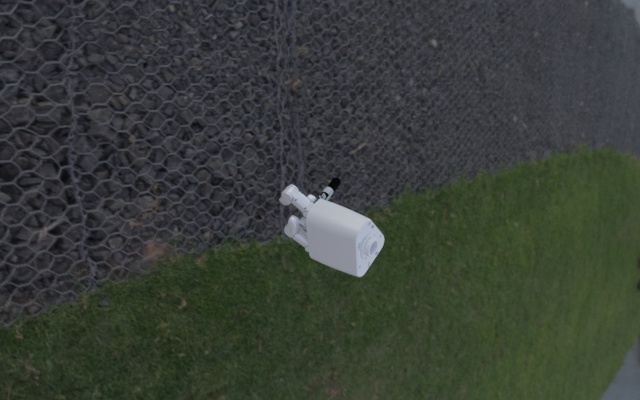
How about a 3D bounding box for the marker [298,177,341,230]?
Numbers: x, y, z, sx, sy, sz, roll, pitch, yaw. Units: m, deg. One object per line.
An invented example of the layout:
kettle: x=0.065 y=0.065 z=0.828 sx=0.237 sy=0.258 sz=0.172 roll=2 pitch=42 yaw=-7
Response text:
marker: x=0.000 y=0.003 z=0.868 sx=0.020 sy=0.121 sz=0.020 roll=30 pitch=-26 yaw=17
